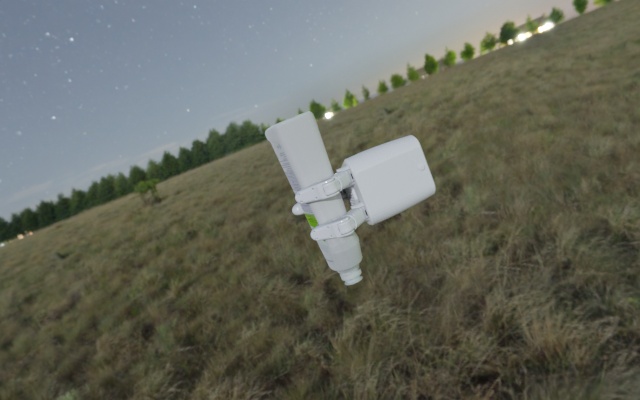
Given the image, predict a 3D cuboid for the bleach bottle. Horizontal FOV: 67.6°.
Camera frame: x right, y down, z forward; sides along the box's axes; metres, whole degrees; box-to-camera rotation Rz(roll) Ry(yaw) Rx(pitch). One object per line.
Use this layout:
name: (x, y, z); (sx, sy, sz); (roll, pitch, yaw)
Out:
bleach bottle: (0.000, 0.002, 0.690); (0.068, 0.251, 0.102); (-24, 9, -11)
